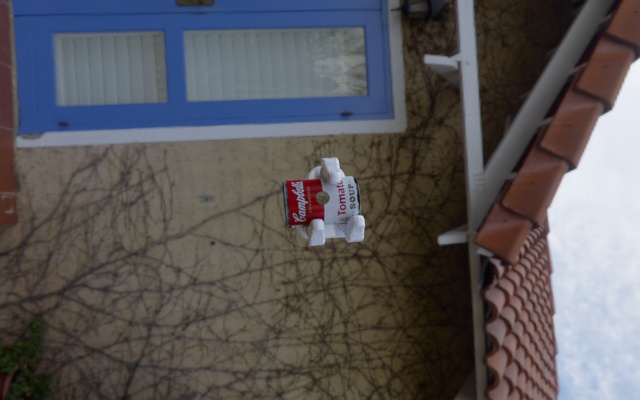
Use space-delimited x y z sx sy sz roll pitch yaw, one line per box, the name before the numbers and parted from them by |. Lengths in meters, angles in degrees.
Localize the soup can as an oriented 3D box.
soup can | 0.000 0.002 0.672 0.102 0.068 0.068 -4 0 -6
